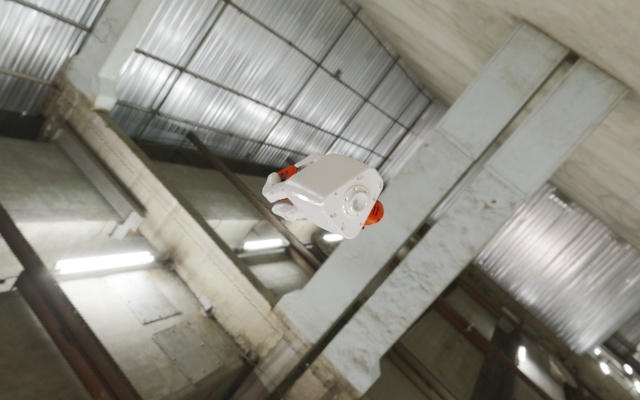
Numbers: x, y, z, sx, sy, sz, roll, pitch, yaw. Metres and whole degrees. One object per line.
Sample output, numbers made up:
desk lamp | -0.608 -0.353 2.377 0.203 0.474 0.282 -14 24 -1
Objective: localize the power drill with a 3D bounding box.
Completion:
power drill | 0.000 0.003 0.878 0.188 0.057 0.184 21 -17 -21
